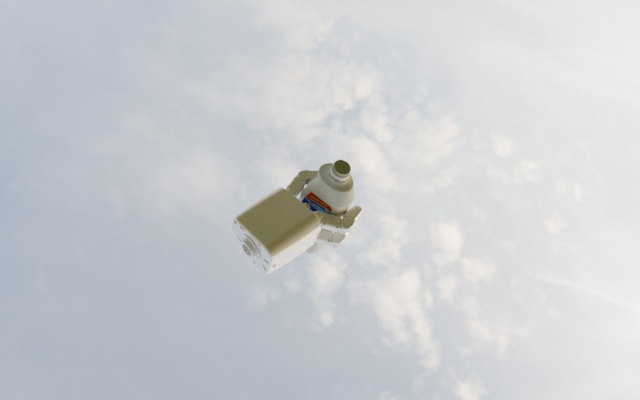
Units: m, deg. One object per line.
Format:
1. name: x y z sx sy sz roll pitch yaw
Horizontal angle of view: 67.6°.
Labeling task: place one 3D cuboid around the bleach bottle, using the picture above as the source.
1. bleach bottle: 0.000 0.003 0.859 0.068 0.102 0.251 -33 -17 -29
